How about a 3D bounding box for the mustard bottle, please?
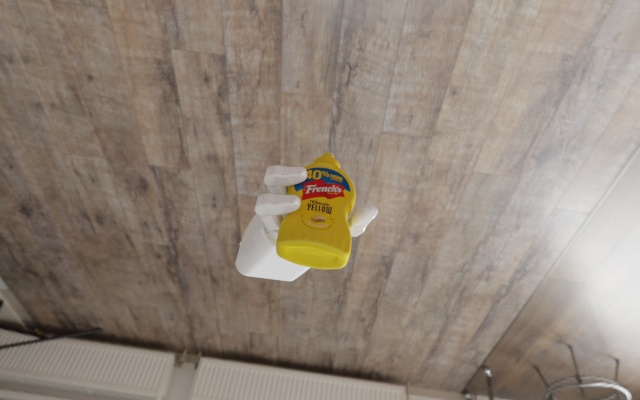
[{"bbox_3d":[0.000,0.002,0.670,0.096,0.191,0.058,9,-43,0],"label":"mustard bottle"}]
